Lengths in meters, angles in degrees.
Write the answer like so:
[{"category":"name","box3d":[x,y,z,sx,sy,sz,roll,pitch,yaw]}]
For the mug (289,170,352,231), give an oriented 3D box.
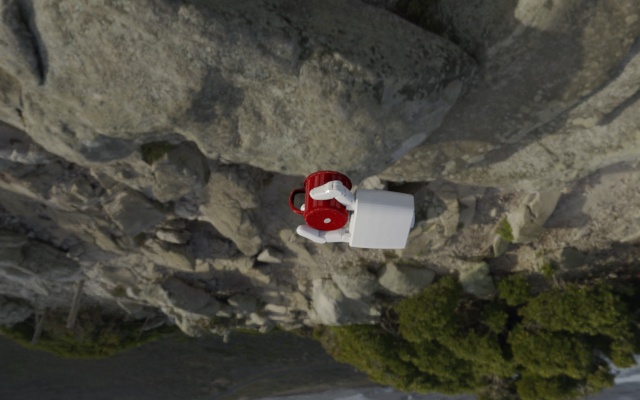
[{"category":"mug","box3d":[-0.001,0.003,0.890,0.117,0.081,0.093,4,-35,0]}]
